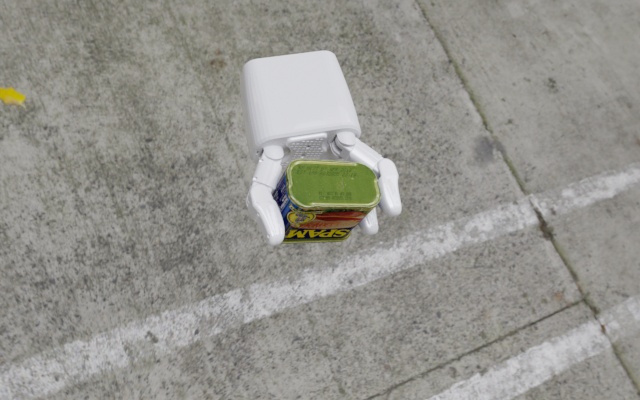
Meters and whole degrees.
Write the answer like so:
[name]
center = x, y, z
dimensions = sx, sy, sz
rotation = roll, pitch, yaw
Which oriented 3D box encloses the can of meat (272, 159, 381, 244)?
[can of meat]
center = 0.000, 0.002, 0.487
dimensions = 0.102, 0.057, 0.084
rotation = 1, -27, -22
